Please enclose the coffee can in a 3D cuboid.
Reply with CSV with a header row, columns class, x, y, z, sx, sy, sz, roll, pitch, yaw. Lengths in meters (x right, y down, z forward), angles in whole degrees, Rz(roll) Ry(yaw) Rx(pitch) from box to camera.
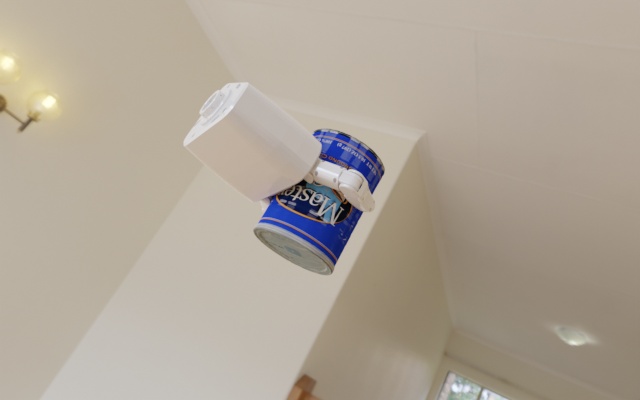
class,x,y,z,sx,sy,sz,roll,pitch,yaw
coffee can,0.000,0.002,0.563,0.103,0.140,0.103,26,-20,10
